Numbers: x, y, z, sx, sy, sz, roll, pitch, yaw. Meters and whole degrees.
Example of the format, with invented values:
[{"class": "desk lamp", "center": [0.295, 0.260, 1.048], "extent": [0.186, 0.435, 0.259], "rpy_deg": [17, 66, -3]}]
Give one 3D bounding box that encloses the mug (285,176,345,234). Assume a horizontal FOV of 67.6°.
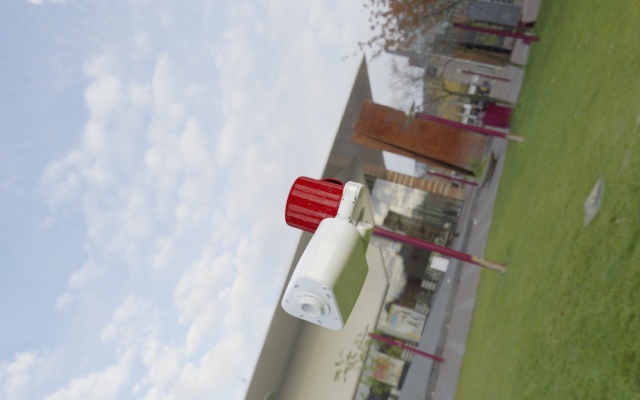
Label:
[{"class": "mug", "center": [0.000, 0.001, 0.740], "extent": [0.081, 0.093, 0.117], "rpy_deg": [15, 45, 13]}]
